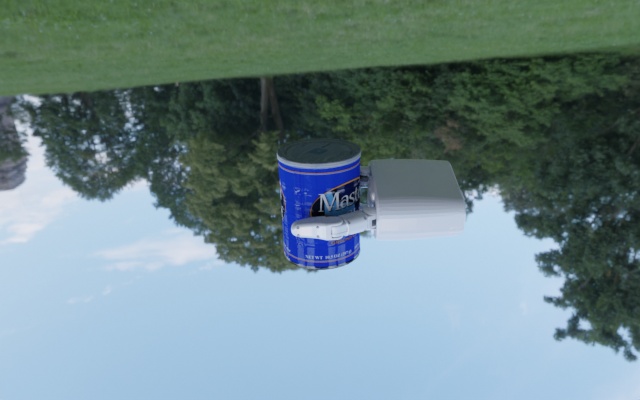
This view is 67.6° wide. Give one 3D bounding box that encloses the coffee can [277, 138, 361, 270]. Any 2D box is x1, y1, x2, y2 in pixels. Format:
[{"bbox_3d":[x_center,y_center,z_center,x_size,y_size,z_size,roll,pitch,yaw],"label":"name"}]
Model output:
[{"bbox_3d":[0.000,0.002,0.610,0.103,0.140,0.102,-2,23,1],"label":"coffee can"}]
